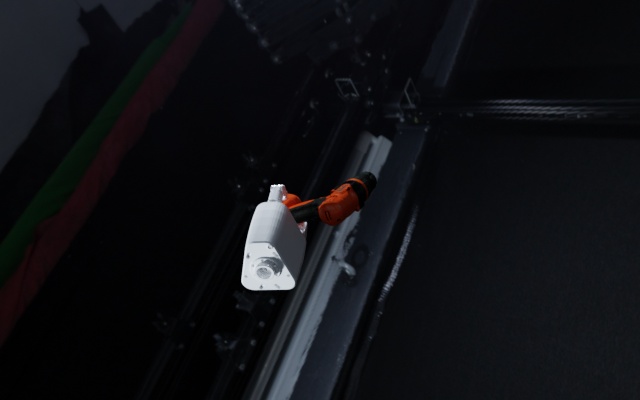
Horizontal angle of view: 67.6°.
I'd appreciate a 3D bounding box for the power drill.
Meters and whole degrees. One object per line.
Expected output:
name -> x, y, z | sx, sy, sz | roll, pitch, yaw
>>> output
power drill -> 0.000, 0.003, 0.893 | 0.188, 0.057, 0.184 | -15, 13, 34
